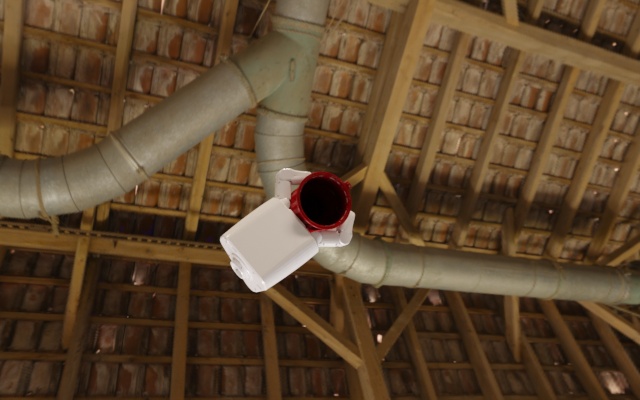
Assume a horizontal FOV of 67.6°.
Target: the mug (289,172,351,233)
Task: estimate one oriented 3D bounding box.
[{"bbox_3d":[0.001,0.002,0.783,0.117,0.093,0.081,-35,2,-26],"label":"mug"}]
